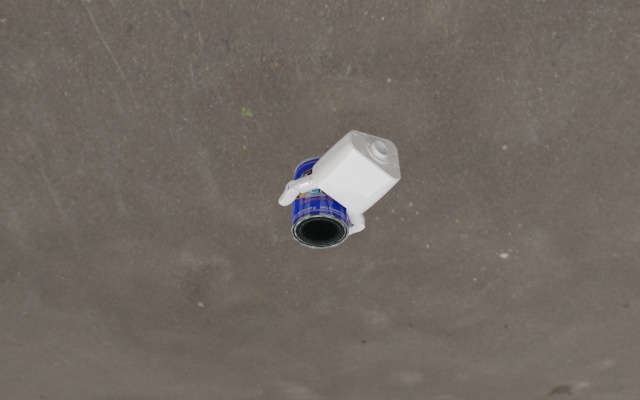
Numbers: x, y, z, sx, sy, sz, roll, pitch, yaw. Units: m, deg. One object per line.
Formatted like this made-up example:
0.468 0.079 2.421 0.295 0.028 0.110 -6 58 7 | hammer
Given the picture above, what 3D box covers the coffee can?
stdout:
0.000 0.003 0.882 0.103 0.140 0.103 1 -39 0 | coffee can
